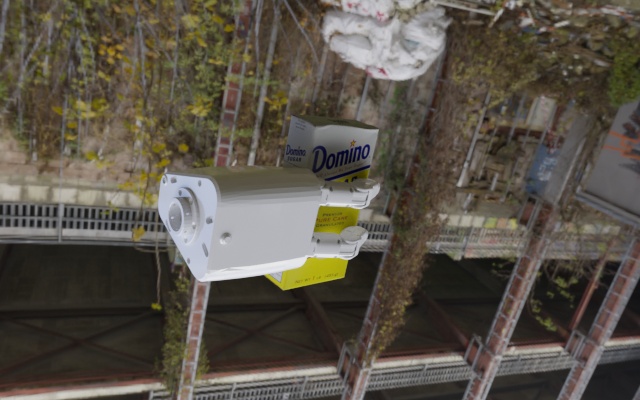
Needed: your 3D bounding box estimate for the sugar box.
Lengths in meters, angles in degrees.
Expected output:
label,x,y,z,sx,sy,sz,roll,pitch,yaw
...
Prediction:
label,x,y,z,sx,sy,sz,roll,pitch,yaw
sugar box,0.000,0.002,0.506,0.093,0.176,0.048,-5,25,-42
